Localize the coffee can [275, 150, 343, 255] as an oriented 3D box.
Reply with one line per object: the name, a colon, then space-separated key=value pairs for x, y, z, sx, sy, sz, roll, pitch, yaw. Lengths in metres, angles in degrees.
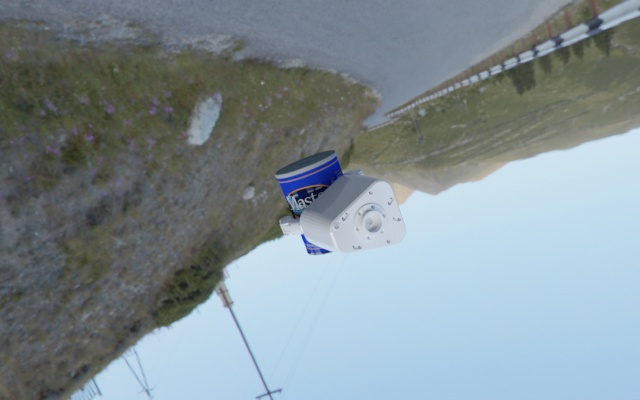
coffee can: x=0.000 y=0.002 z=0.770 sx=0.103 sy=0.140 sz=0.102 roll=-20 pitch=13 yaw=5
